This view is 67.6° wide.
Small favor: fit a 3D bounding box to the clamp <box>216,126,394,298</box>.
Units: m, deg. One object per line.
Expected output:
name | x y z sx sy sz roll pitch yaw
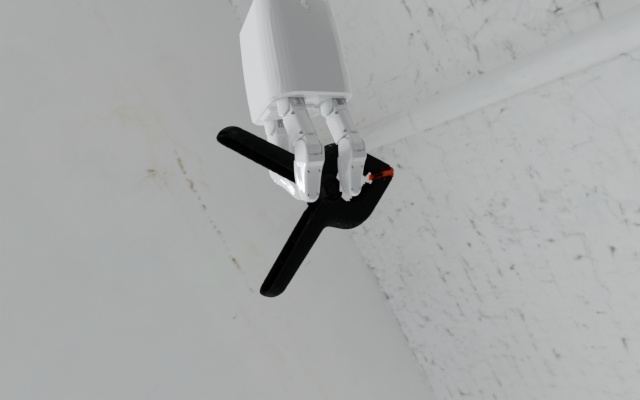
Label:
clamp | 0.000 0.001 0.501 0.210 0.164 0.036 -8 -2 -38
